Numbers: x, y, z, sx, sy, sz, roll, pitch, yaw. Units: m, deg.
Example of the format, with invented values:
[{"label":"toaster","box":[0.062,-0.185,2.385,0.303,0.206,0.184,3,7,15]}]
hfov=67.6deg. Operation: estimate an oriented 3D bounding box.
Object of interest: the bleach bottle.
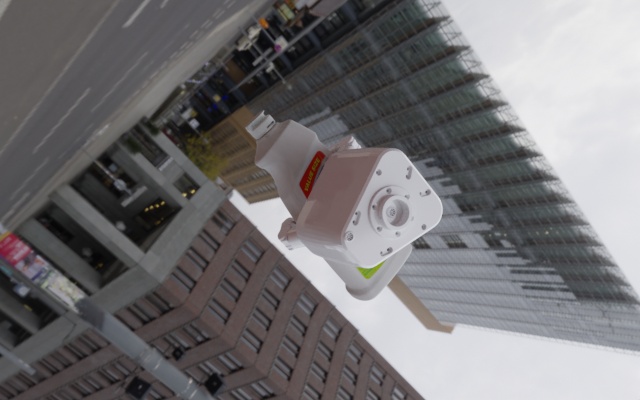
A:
[{"label":"bleach bottle","box":[0.000,0.002,0.574,0.251,0.102,0.068,48,-17,-18]}]
